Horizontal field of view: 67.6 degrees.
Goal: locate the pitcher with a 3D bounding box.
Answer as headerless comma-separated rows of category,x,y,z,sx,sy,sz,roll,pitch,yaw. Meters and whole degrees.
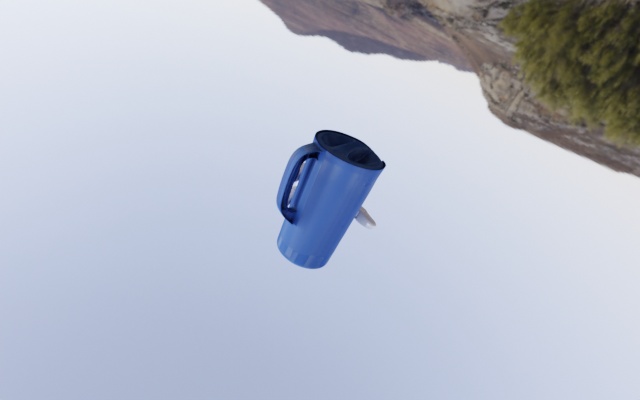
pitcher,0.000,0.003,0.864,0.149,0.243,0.145,26,26,2
